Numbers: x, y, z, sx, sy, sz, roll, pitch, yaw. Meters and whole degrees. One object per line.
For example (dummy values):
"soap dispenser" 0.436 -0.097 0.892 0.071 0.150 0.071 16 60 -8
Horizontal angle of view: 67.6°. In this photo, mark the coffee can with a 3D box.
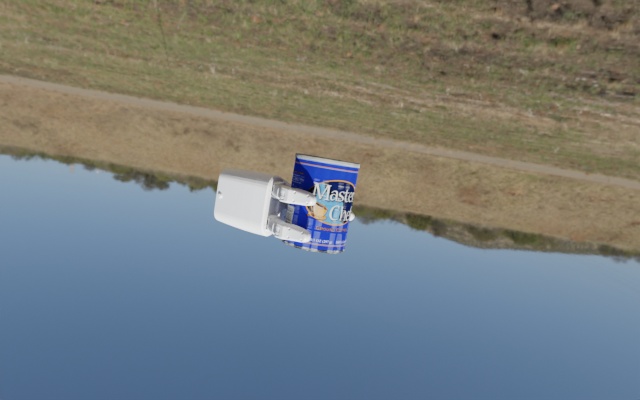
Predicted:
"coffee can" 0.000 0.002 0.753 0.103 0.140 0.103 9 6 -1
